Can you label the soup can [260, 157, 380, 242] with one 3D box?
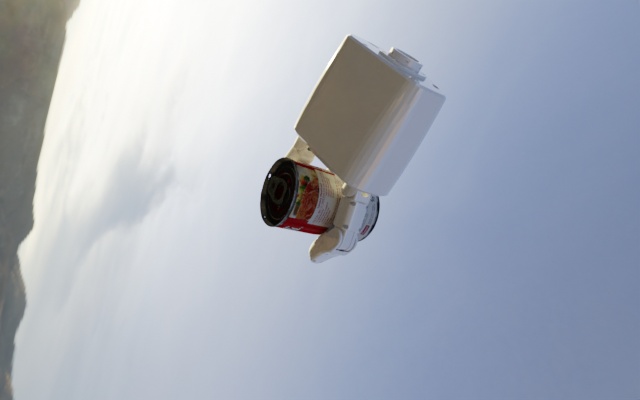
[{"bbox_3d":[0.000,0.002,0.479,0.102,0.068,0.068,14,-8,-33],"label":"soup can"}]
